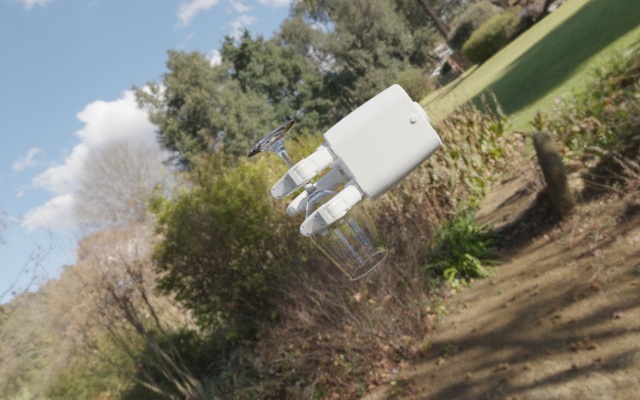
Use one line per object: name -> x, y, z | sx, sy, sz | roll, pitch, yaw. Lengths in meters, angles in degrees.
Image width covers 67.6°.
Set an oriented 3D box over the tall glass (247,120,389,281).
tall glass -> 0.000, 0.001, 0.591 | 0.079, 0.201, 0.079 | -37, 1, 1
